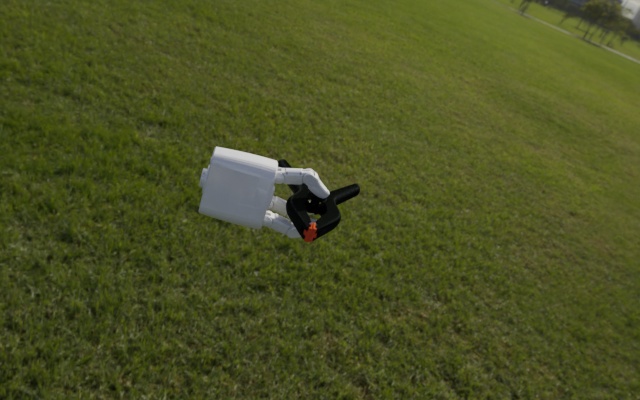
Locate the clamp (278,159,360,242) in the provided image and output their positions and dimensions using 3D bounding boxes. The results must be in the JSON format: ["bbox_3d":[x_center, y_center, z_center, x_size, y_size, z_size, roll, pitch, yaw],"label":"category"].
[{"bbox_3d":[0.000,0.002,0.830,0.164,0.036,0.209,14,31,-12],"label":"clamp"}]
